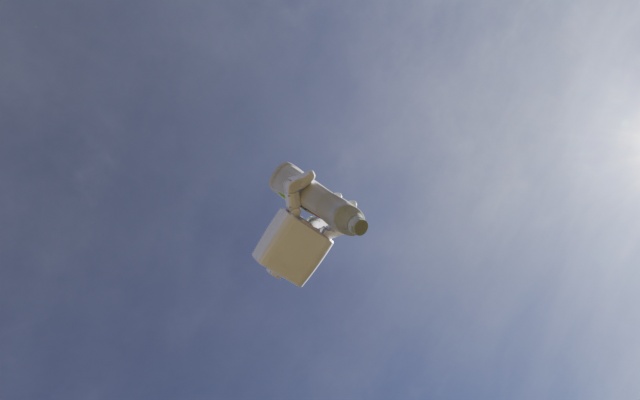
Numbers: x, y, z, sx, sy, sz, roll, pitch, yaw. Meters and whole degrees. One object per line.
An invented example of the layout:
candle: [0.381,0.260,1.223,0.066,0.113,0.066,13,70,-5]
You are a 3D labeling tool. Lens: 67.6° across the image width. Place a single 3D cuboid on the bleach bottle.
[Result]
bleach bottle: [0.000,0.003,0.878,0.103,0.068,0.250,36,-3,-35]
